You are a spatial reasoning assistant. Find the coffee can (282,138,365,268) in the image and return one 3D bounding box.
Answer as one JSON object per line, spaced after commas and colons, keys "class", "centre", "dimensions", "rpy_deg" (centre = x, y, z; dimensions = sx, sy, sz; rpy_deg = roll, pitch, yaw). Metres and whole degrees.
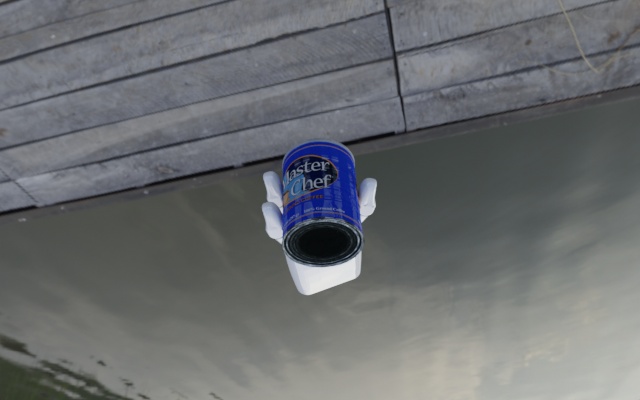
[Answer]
{"class": "coffee can", "centre": [0.000, 0.002, 0.632], "dimensions": [0.103, 0.140, 0.103], "rpy_deg": [-2, -41, -2]}
